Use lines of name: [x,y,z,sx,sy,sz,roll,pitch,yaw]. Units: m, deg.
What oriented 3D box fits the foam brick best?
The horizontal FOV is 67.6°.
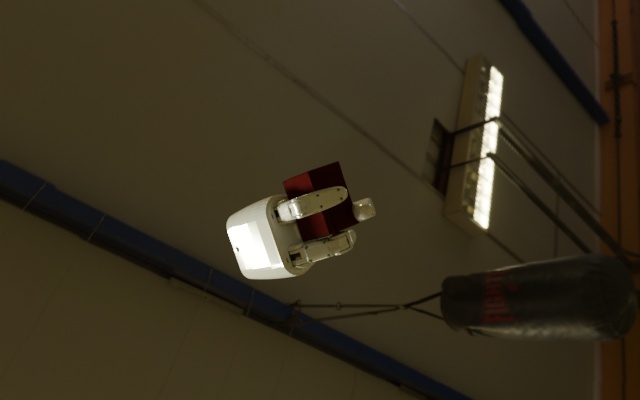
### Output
foam brick: [0.000,0.002,0.558,0.053,0.078,0.051,-19,1,-41]
